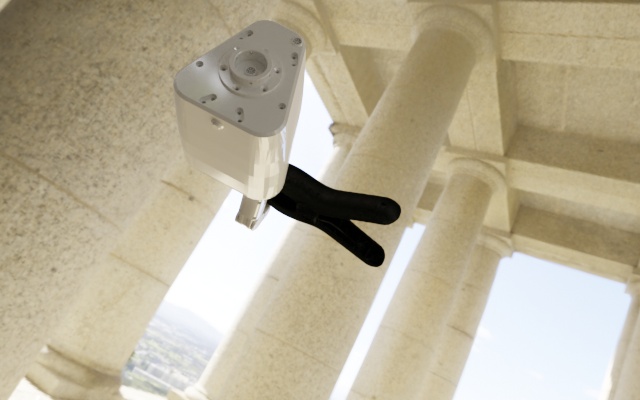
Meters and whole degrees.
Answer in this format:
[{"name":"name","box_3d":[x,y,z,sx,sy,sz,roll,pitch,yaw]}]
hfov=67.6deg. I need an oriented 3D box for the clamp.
[{"name":"clamp","box_3d":[0.000,0.001,0.466,0.171,0.039,0.120,28,-32,4]}]
